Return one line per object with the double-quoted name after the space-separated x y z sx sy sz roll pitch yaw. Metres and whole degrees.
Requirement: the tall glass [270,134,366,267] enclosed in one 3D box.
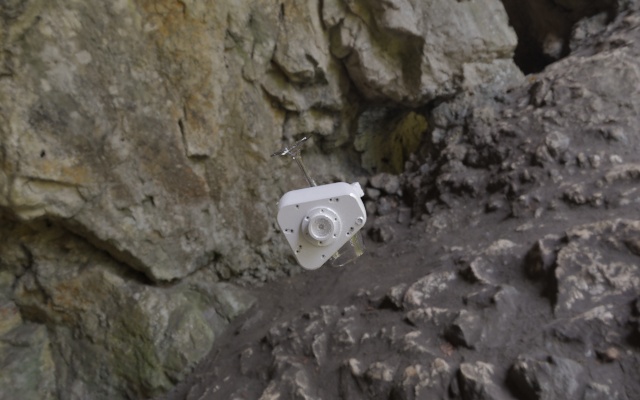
0.000 0.002 0.748 0.079 0.201 0.079 -27 7 3 "tall glass"
